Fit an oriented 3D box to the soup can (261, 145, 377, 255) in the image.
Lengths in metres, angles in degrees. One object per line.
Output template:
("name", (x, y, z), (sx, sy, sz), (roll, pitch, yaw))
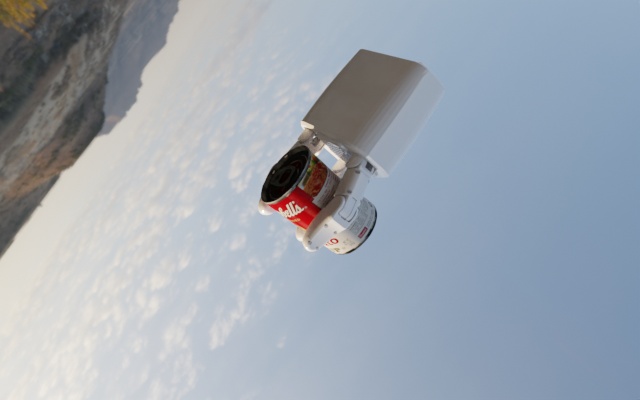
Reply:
("soup can", (0.000, 0.002, 0.482), (0.102, 0.068, 0.068), (38, -21, -28))
